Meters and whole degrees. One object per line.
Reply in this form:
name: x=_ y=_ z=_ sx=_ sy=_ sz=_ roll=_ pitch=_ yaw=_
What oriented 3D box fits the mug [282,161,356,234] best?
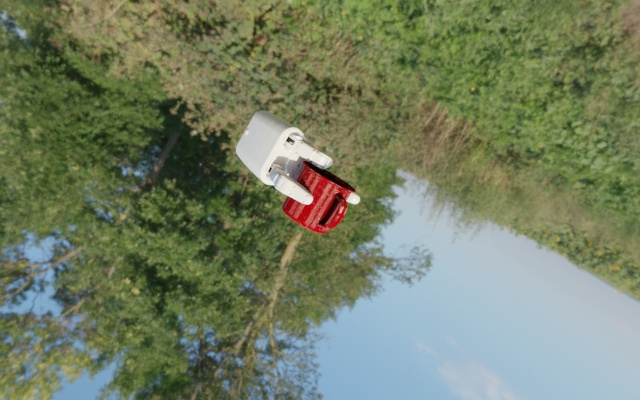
mug: x=0.001 y=0.003 z=0.723 sx=0.093 sy=0.081 sz=0.117 roll=22 pitch=13 yaw=-40
